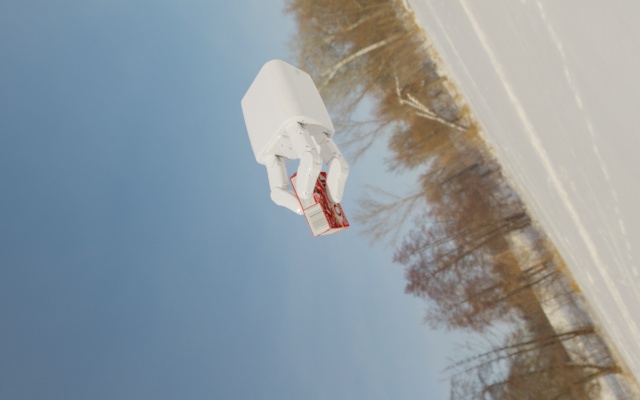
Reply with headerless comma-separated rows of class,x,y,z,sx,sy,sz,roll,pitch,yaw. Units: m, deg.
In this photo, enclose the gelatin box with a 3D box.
gelatin box,0.000,0.003,0.652,0.030,0.089,0.073,-27,-10,21
